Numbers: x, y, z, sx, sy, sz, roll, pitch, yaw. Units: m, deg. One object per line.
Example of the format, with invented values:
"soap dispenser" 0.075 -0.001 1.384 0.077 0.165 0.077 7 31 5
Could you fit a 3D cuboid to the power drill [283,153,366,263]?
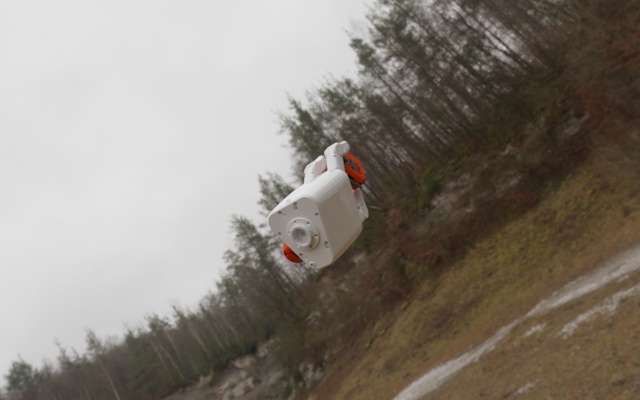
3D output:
"power drill" 0.000 0.002 0.836 0.057 0.188 0.184 31 18 -13
